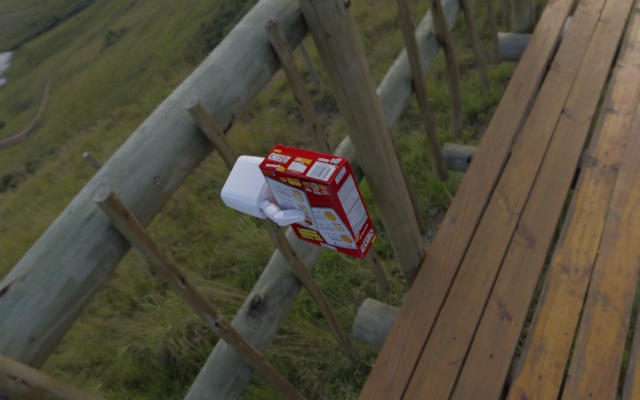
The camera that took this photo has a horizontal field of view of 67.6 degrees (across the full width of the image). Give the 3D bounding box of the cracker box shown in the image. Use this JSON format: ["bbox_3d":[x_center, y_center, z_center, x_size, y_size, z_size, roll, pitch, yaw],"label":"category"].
[{"bbox_3d":[0.000,0.003,0.894,0.164,0.072,0.214,15,-34,35],"label":"cracker box"}]
